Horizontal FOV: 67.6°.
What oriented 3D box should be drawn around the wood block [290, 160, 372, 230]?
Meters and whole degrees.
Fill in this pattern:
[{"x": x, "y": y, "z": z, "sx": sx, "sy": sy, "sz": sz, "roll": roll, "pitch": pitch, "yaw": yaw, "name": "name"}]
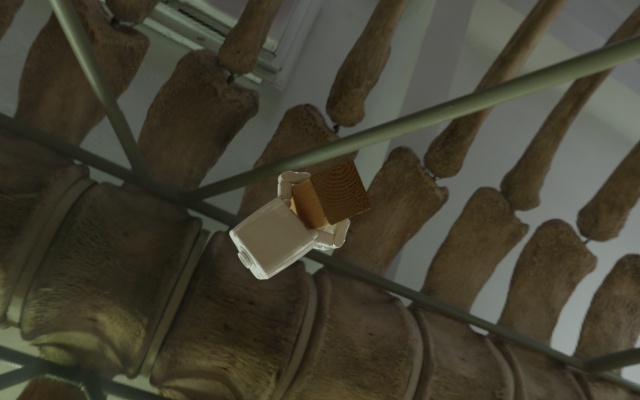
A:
[{"x": 0.000, "y": 0.003, "z": 0.890, "sx": 0.090, "sy": 0.091, "sz": 0.206, "roll": -23, "pitch": -1, "yaw": -23, "name": "wood block"}]
